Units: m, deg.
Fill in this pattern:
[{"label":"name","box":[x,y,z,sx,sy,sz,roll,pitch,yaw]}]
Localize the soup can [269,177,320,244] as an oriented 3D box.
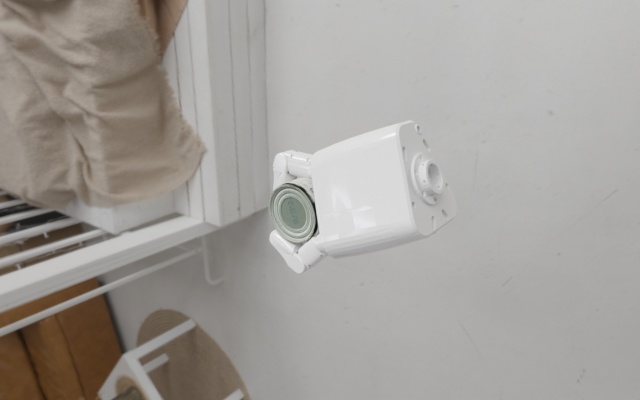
[{"label":"soup can","box":[-0.001,0.002,0.536,0.068,0.068,0.102,0,15,39]}]
